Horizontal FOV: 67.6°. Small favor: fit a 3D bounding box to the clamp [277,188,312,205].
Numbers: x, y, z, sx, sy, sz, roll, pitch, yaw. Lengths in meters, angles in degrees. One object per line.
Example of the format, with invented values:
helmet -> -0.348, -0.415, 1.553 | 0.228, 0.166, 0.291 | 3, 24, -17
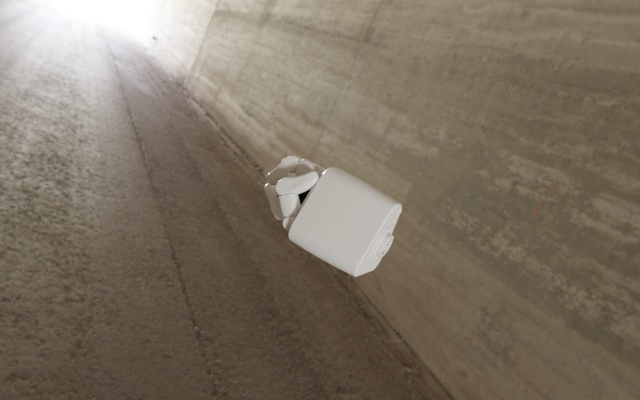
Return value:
clamp -> 0.000, 0.002, 0.732 | 0.120, 0.039, 0.171 | 29, 12, 22
